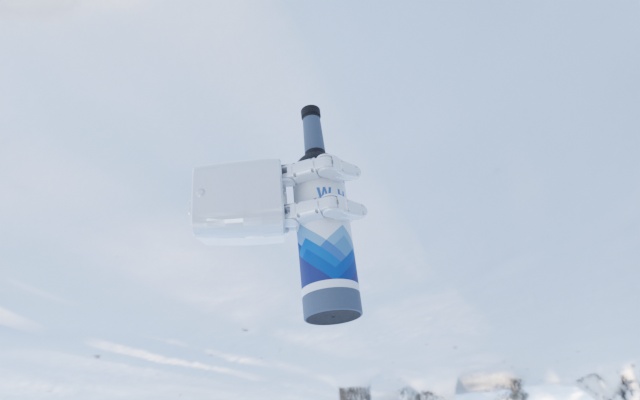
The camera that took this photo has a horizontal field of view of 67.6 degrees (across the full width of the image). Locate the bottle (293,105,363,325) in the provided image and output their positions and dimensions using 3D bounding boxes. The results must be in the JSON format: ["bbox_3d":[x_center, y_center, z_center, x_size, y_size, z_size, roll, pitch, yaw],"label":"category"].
[{"bbox_3d":[0.000,0.002,0.601,0.069,0.295,0.069,-5,-28,-3],"label":"bottle"}]
